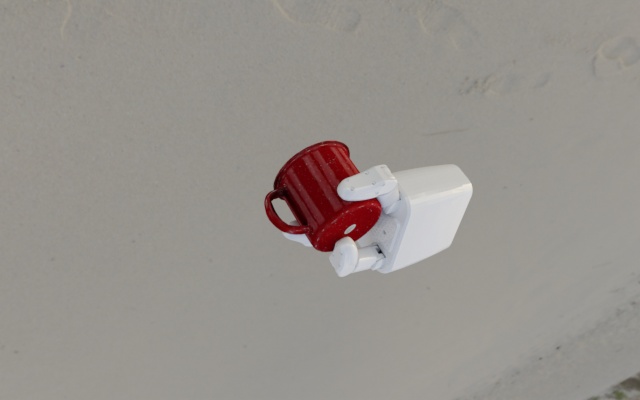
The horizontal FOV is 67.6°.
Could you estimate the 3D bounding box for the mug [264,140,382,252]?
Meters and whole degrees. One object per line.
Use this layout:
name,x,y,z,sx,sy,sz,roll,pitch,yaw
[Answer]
mug,-0.001,0.002,0.488,0.117,0.081,0.093,-15,-32,-30
